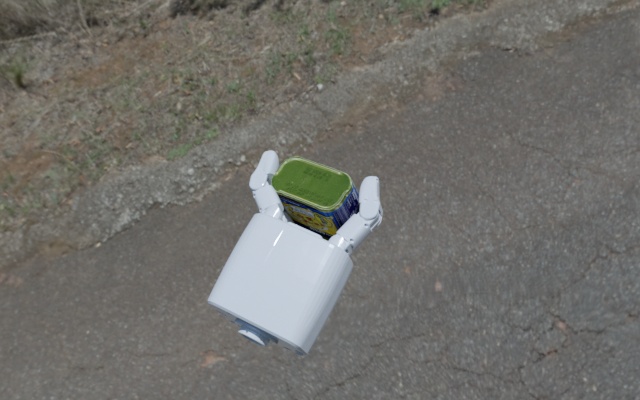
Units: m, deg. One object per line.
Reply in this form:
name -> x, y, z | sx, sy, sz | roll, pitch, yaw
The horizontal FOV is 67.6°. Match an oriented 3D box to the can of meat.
can of meat -> 0.000, 0.002, 0.552 | 0.102, 0.057, 0.084 | 21, -23, 31
